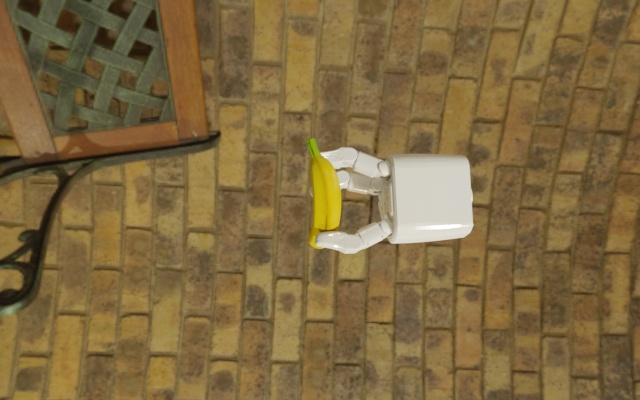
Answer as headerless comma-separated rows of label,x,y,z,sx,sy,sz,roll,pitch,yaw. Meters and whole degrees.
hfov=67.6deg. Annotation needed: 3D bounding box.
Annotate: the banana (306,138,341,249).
banana,0.004,0.013,0.637,0.037,0.198,0.069,-7,46,-9
